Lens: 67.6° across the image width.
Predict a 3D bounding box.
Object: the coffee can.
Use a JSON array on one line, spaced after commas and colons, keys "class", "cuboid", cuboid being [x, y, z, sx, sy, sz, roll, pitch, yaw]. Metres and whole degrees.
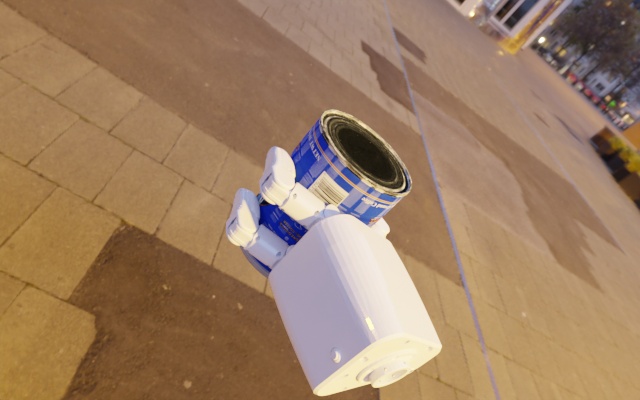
[{"class": "coffee can", "cuboid": [0.000, 0.001, 0.448, 0.103, 0.102, 0.140, 0, -40, -51]}]
